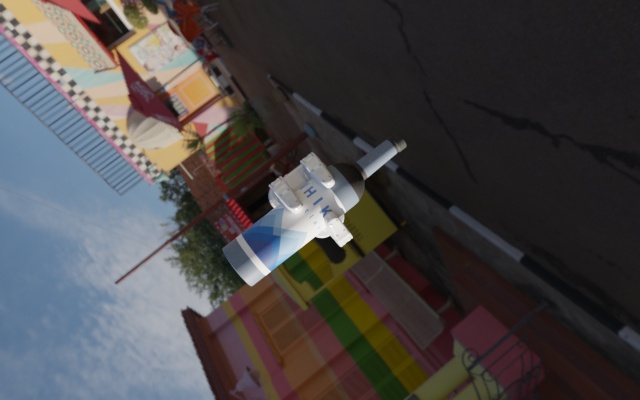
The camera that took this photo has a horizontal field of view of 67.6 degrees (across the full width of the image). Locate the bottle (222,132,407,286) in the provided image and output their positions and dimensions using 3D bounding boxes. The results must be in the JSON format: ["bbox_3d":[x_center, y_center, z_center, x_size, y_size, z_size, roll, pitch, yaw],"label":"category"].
[{"bbox_3d":[0.000,0.002,0.673,0.295,0.069,0.069,-38,4,-5],"label":"bottle"}]
